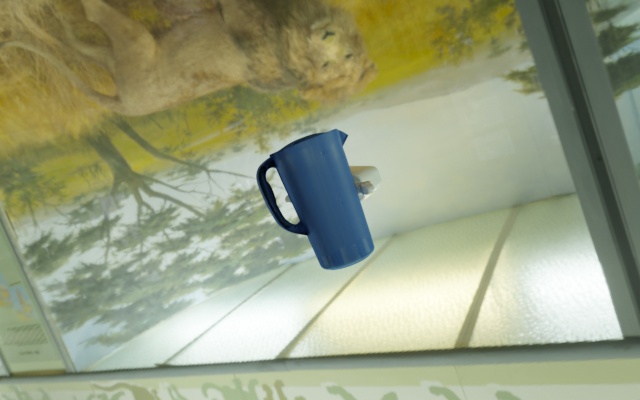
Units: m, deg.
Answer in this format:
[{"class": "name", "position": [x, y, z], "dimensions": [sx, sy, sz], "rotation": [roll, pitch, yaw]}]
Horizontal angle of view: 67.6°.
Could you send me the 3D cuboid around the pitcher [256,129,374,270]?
[{"class": "pitcher", "position": [0.000, 0.003, 0.873], "dimensions": [0.149, 0.243, 0.145], "rotation": [-18, 7, 28]}]
